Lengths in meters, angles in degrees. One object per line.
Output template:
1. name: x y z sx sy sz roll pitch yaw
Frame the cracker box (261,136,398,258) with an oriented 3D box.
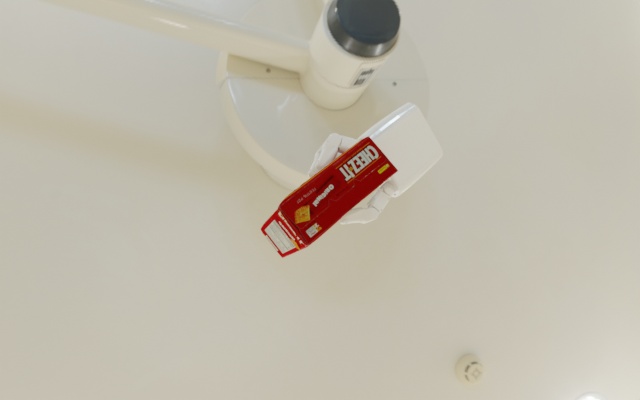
1. cracker box: 0.000 0.003 0.714 0.164 0.072 0.214 -39 0 -17
